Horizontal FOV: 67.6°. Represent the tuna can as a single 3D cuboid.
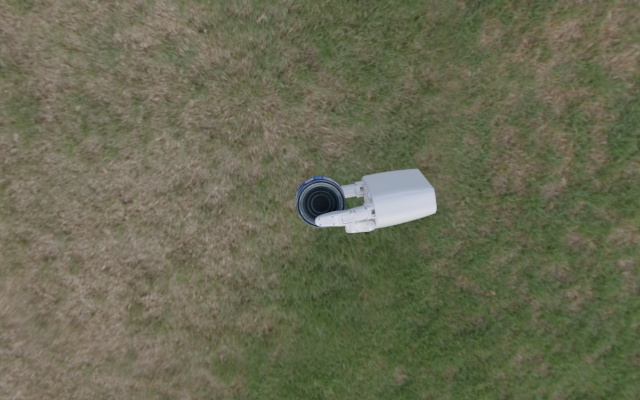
[{"bbox_3d":[0.000,0.003,0.814,0.086,0.086,0.033,0,13,-3],"label":"tuna can"}]
